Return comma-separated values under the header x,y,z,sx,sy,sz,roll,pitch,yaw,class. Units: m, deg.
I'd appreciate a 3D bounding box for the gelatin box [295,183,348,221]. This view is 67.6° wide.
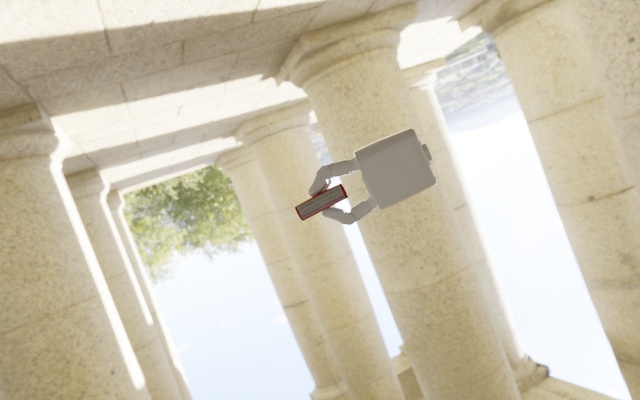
x,y,z,sx,sy,sz,roll,pitch,yaw,class
0.000,0.003,0.823,0.089,0.030,0.073,-28,0,-2,gelatin box
